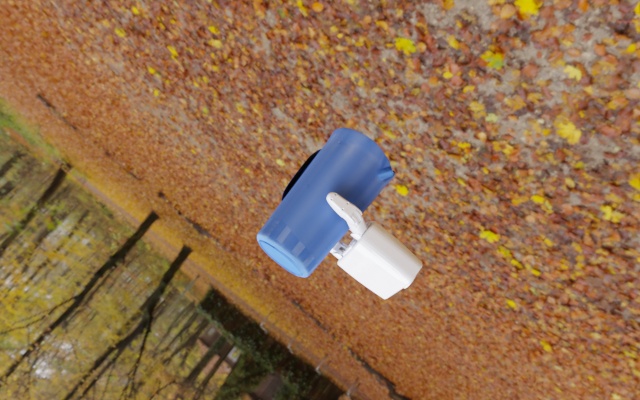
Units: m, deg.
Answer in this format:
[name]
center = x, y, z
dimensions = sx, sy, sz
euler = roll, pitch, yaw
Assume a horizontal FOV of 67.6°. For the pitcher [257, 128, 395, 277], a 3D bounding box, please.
[pitcher]
center = 0.000, 0.003, 0.811
dimensions = 0.145, 0.242, 0.149
euler = 39, -19, 2
